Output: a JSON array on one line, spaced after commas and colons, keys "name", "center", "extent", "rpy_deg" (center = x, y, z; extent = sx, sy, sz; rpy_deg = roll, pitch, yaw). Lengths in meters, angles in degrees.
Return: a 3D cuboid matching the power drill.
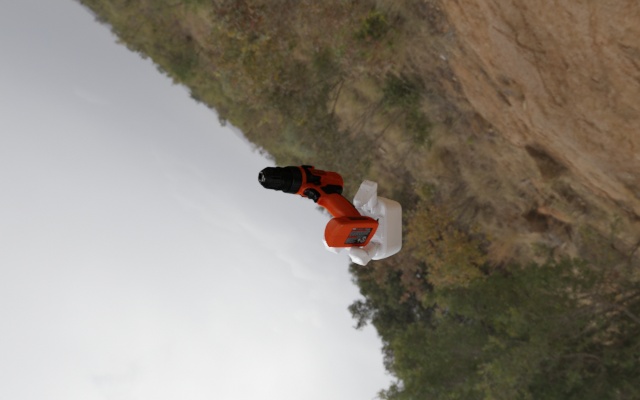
[{"name": "power drill", "center": [0.001, 0.003, 0.837], "extent": [0.184, 0.057, 0.187], "rpy_deg": [1, 37, -39]}]
